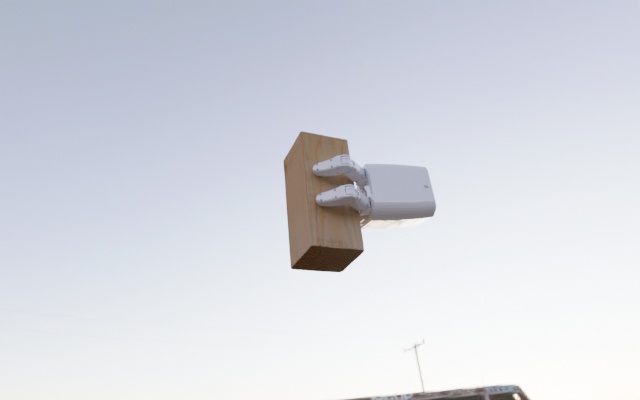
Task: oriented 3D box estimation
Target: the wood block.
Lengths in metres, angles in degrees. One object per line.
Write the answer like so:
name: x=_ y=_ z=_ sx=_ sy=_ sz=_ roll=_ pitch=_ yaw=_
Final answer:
wood block: x=0.000 y=0.003 z=0.776 sx=0.090 sy=0.206 sz=0.091 roll=7 pitch=-33 yaw=-22
